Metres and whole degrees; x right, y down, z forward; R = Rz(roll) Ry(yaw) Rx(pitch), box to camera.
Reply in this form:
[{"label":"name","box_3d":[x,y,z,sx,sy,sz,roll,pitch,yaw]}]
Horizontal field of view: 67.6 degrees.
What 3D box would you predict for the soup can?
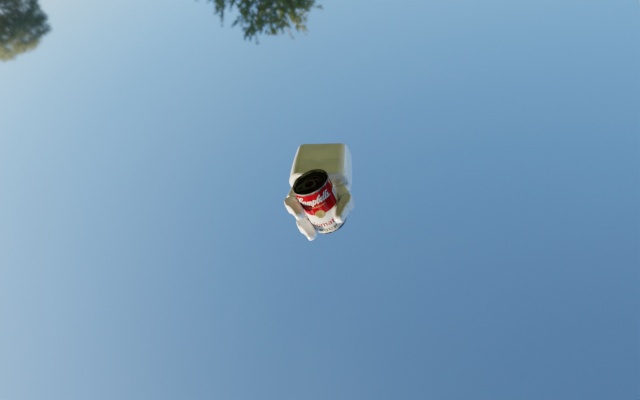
[{"label":"soup can","box_3d":[0.000,0.003,0.867,0.068,0.102,0.068,-17,38,14]}]
